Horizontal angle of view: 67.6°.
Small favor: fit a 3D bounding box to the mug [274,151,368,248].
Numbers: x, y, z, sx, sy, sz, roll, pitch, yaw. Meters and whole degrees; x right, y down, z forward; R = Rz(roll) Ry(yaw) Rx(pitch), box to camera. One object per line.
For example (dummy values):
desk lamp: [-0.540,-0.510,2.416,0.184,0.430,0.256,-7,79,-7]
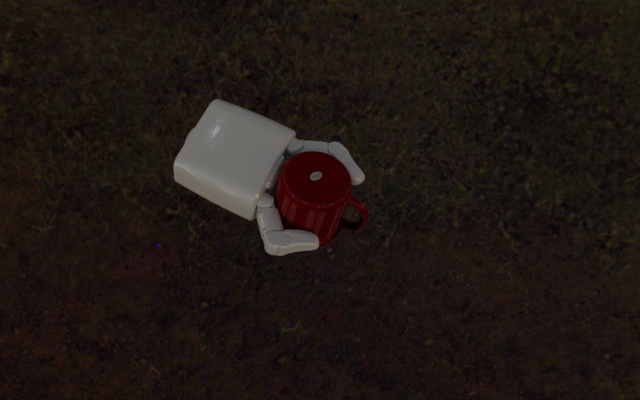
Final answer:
mug: [0.001,0.002,0.556,0.117,0.093,0.081,24,-35,4]
